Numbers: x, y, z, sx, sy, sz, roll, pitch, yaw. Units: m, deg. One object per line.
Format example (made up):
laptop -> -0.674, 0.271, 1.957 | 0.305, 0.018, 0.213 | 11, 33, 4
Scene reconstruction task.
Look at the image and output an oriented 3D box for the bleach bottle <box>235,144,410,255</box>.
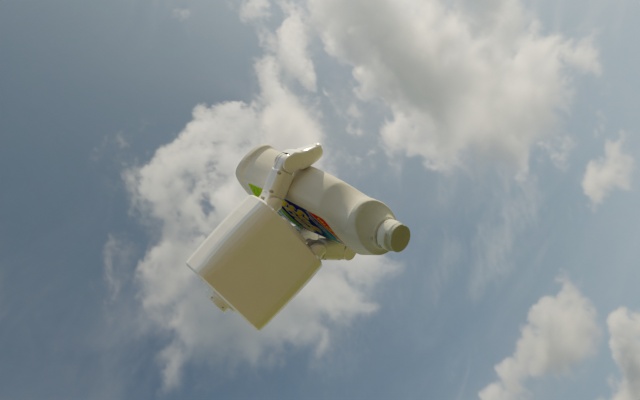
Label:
bleach bottle -> 0.000, 0.002, 0.558 | 0.250, 0.068, 0.103 | 22, -26, 50
